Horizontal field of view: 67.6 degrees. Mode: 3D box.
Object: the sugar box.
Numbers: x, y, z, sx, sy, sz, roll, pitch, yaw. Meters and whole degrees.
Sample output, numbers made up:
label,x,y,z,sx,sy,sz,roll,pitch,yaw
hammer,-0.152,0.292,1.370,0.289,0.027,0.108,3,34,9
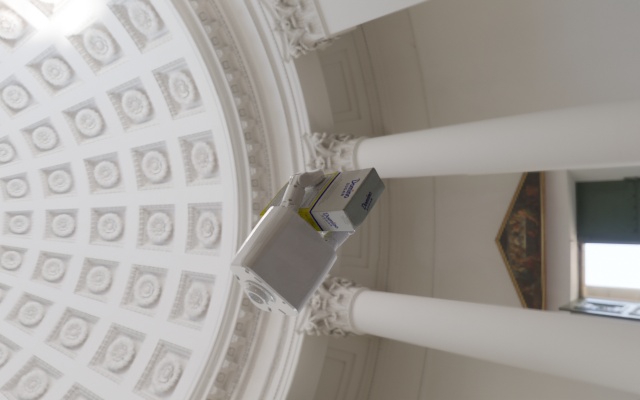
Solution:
label,x,y,z,sx,sy,sz,roll,pitch,yaw
sugar box,0.000,0.003,0.707,0.176,0.048,0.093,-2,40,44
